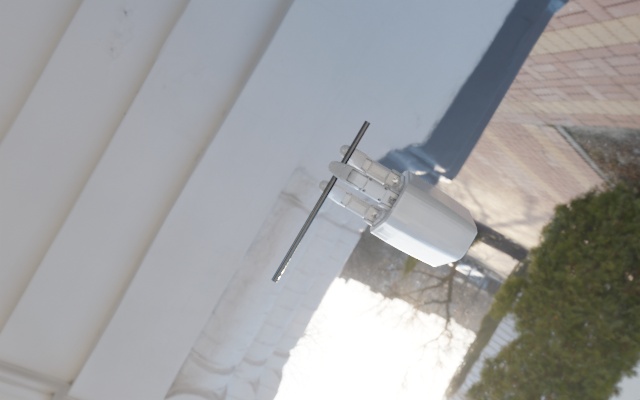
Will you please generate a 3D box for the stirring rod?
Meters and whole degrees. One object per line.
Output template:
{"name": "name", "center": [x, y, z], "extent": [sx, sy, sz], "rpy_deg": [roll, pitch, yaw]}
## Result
{"name": "stirring rod", "center": [0.000, 0.002, 0.622], "extent": [0.011, 0.239, 0.011], "rpy_deg": [31, 2, -1]}
